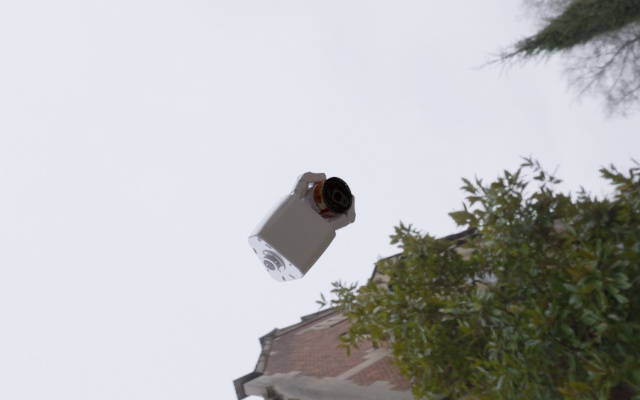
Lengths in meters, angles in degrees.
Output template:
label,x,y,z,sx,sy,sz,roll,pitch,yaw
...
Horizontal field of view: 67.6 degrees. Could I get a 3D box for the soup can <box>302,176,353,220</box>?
label,x,y,z,sx,sy,sz,roll,pitch,yaw
soup can,0.000,0.002,0.867,0.068,0.068,0.102,0,-14,-38
